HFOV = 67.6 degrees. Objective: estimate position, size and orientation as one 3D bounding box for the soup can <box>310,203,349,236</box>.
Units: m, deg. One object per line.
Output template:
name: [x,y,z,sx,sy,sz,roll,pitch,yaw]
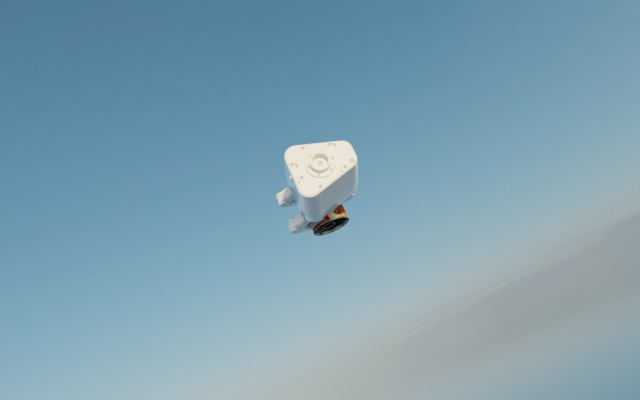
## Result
soup can: [0.000,0.003,0.857,0.068,0.102,0.068,-21,-21,-8]
